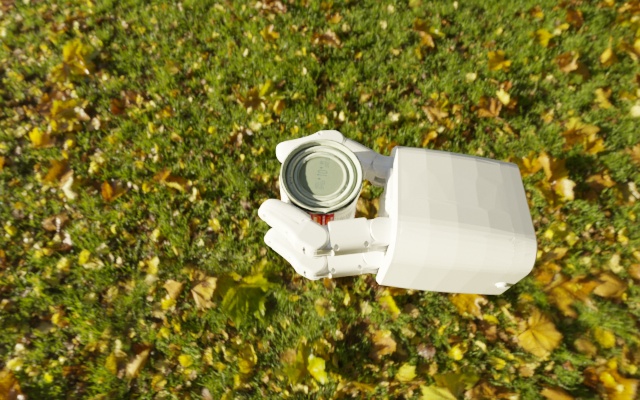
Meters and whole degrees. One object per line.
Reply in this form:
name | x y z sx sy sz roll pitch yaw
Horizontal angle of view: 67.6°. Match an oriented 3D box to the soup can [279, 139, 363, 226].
soup can | 0.000 0.001 0.416 0.068 0.068 0.102 0 -26 -1
